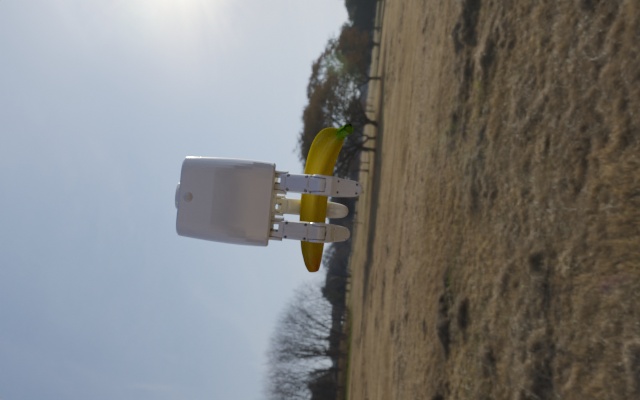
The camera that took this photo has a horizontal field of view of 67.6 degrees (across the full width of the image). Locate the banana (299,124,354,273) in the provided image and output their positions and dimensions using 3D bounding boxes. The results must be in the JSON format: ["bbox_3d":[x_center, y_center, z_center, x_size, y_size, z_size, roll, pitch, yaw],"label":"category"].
[{"bbox_3d":[-0.003,-0.009,0.598,0.037,0.198,0.069,6,22,-14],"label":"banana"}]
